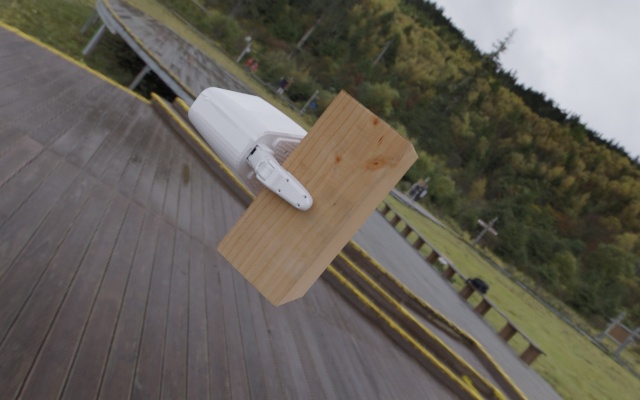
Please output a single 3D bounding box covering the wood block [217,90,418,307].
[{"bbox_3d":[0.000,0.001,0.506,0.090,0.206,0.091,41,7,16],"label":"wood block"}]
